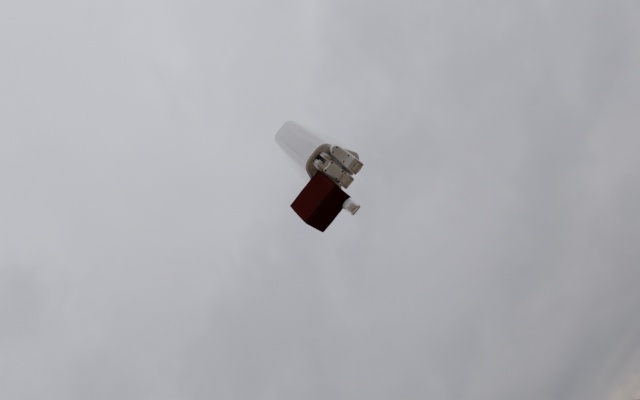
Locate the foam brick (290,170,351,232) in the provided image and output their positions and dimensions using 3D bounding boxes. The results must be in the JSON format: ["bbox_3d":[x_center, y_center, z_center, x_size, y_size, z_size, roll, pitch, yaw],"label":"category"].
[{"bbox_3d":[0.000,0.003,0.777,0.051,0.078,0.053,41,4,39],"label":"foam brick"}]
